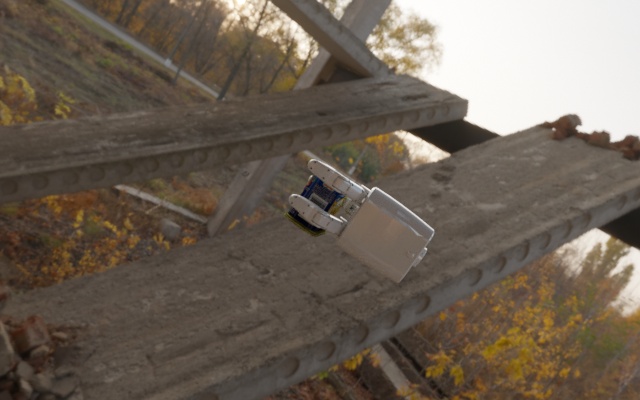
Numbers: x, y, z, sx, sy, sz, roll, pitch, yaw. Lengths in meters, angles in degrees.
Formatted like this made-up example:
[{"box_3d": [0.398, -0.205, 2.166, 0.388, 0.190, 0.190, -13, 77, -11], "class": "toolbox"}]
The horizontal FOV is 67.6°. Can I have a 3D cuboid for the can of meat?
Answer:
[{"box_3d": [0.000, 0.002, 0.711, 0.057, 0.084, 0.102, 35, 7, 9], "class": "can of meat"}]
